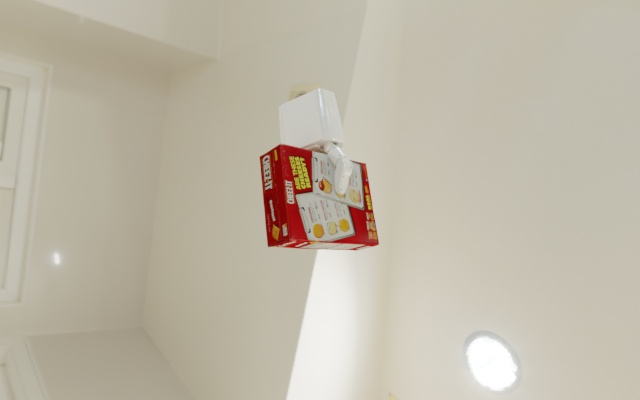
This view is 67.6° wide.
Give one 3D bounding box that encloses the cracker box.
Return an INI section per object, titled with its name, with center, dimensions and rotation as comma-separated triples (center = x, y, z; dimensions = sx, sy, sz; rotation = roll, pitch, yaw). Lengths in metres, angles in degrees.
[cracker box]
center = 0.000, 0.003, 0.848
dimensions = 0.214, 0.164, 0.072
rotation = 7, -21, -42
